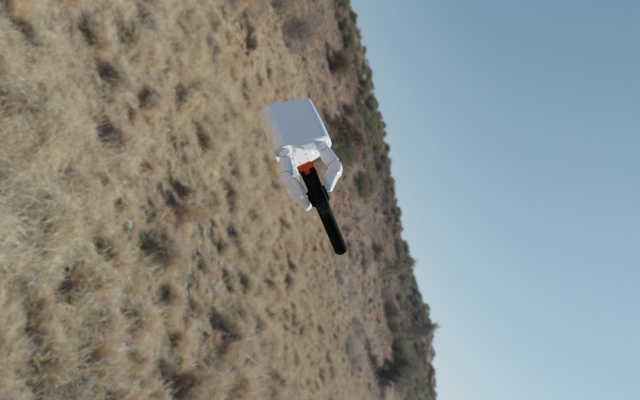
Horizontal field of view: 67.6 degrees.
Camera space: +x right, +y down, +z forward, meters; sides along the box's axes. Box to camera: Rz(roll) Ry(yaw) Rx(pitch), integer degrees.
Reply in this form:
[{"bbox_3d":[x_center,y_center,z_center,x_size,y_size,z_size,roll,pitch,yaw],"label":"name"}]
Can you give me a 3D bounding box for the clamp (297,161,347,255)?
[{"bbox_3d":[0.001,0.002,0.869,0.036,0.164,0.210,-24,-26,-1],"label":"clamp"}]
